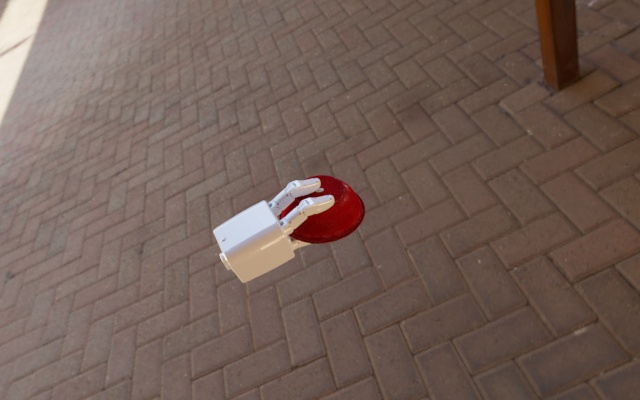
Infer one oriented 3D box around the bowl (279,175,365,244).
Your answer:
[{"bbox_3d":[0.001,0.002,0.873,0.162,0.055,0.162,-4,41,4],"label":"bowl"}]
